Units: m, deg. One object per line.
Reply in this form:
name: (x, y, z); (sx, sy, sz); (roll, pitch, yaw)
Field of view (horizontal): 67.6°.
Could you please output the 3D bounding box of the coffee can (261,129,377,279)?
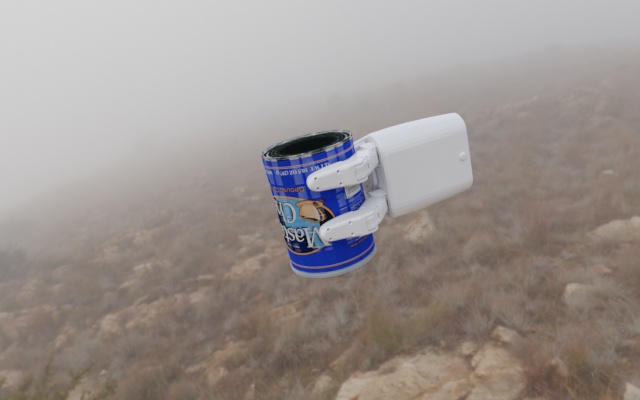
coffee can: (0.000, 0.002, 0.540); (0.103, 0.140, 0.102); (-12, 18, 4)
